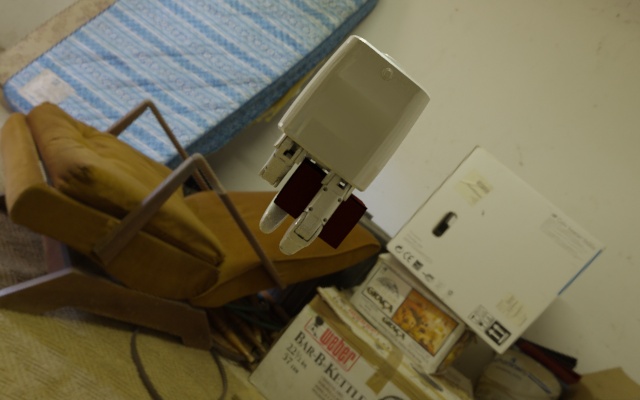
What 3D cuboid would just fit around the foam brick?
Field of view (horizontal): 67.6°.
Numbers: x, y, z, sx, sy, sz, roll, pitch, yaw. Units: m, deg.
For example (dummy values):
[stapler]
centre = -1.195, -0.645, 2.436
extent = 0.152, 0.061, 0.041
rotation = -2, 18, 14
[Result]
[foam brick]
centre = 0.000, 0.002, 0.471
extent = 0.078, 0.051, 0.053
rotation = 38, 5, -6
